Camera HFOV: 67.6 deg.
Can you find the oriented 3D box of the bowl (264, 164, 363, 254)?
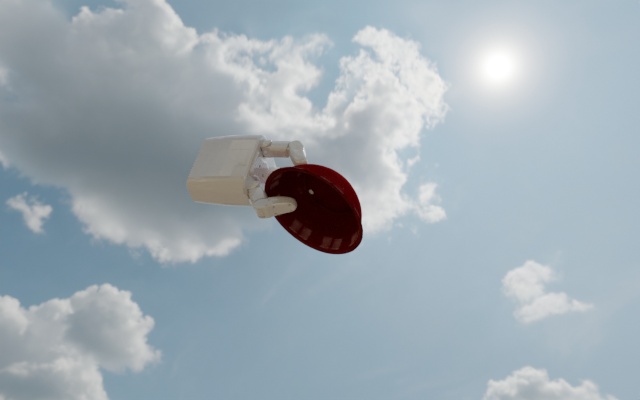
[{"bbox_3d":[0.001,0.002,0.692,0.162,0.162,0.055,0,39,40],"label":"bowl"}]
